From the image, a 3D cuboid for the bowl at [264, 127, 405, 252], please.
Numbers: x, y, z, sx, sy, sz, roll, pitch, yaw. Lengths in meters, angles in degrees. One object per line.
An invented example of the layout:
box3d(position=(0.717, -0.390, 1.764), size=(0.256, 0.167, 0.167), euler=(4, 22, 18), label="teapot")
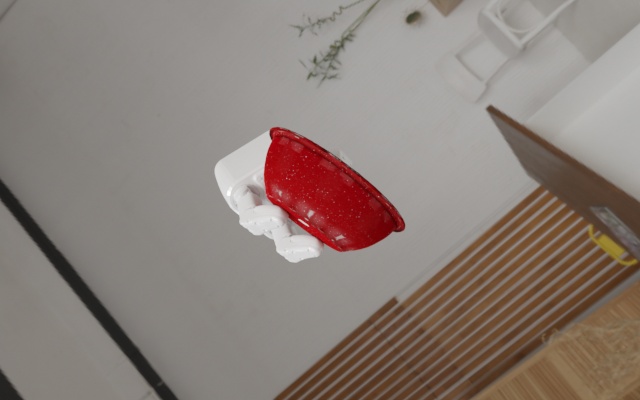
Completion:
box3d(position=(0.000, 0.002, 0.460), size=(0.162, 0.055, 0.162), euler=(36, -9, 7), label="bowl")
